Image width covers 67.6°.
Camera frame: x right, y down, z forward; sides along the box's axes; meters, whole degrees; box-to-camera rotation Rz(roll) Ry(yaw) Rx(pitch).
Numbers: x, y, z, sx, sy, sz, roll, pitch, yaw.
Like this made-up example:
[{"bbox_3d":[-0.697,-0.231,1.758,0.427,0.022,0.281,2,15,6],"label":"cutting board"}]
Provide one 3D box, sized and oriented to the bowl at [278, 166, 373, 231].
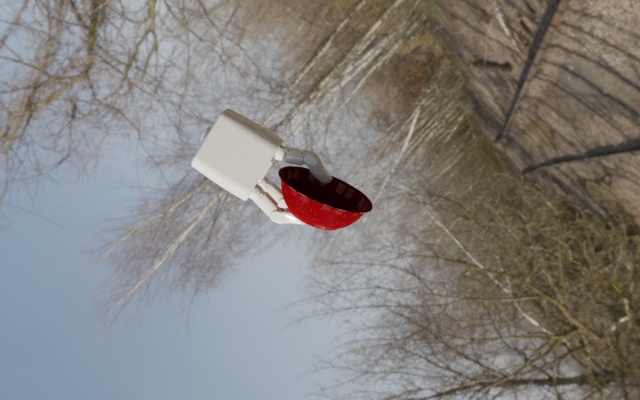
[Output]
[{"bbox_3d":[0.001,0.003,0.771,0.162,0.055,0.162,19,18,-7],"label":"bowl"}]
